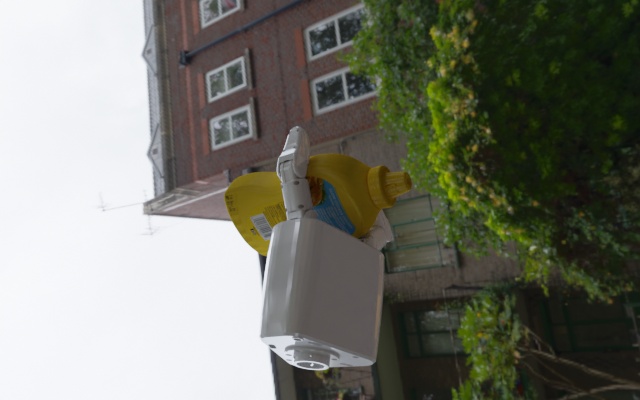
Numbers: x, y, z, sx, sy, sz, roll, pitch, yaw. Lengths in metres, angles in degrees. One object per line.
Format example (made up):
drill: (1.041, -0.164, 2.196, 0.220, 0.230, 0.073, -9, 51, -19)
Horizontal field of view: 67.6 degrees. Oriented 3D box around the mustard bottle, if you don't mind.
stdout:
mustard bottle: (0.000, 0.001, 0.487, 0.191, 0.096, 0.058, -13, 29, 30)
